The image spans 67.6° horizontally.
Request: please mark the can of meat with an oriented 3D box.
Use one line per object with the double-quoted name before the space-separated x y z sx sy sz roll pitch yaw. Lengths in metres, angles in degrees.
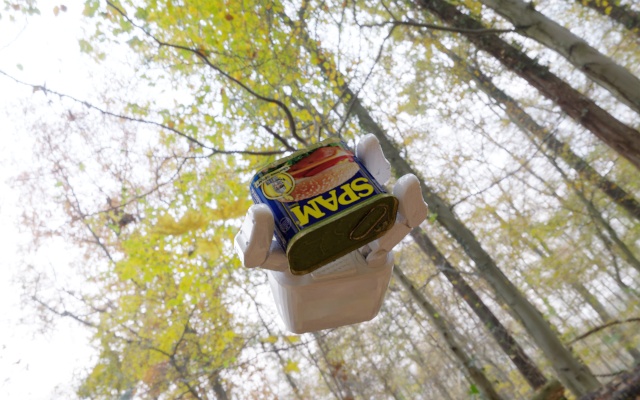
"can of meat" 0.000 0.001 0.406 0.102 0.084 0.057 -25 -36 -16
